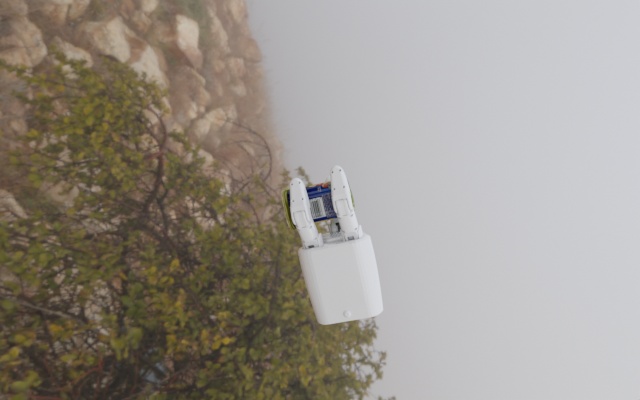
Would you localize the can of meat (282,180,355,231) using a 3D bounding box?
[{"bbox_3d":[0.000,0.002,0.672,0.084,0.057,0.102,-12,3,10],"label":"can of meat"}]
